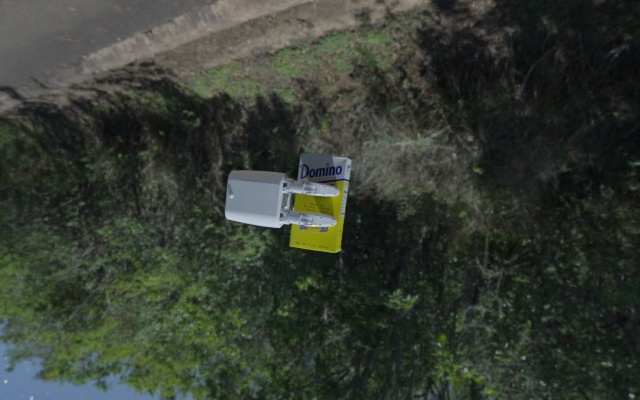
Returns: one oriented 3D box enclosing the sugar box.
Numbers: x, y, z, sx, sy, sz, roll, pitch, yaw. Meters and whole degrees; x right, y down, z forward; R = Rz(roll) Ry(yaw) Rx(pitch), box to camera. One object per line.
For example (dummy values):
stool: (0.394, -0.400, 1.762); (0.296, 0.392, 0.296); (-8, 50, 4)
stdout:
sugar box: (0.000, 0.003, 0.888); (0.093, 0.176, 0.048); (6, 2, 15)
